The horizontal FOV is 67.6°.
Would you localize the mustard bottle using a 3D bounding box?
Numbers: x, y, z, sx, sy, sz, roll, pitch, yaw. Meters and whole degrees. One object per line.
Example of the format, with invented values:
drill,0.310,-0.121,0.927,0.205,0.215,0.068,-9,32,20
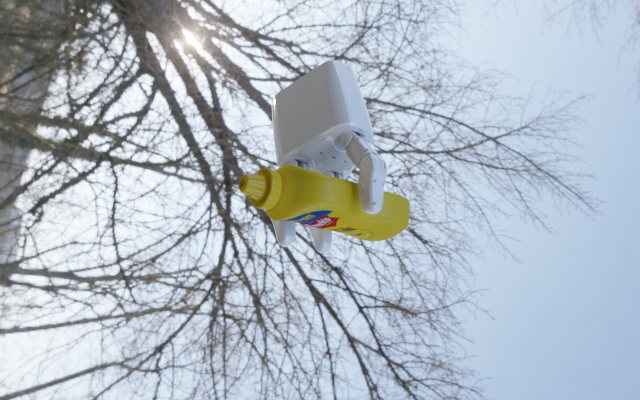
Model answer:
mustard bottle,0.000,0.002,0.517,0.192,0.058,0.096,15,-16,-36
